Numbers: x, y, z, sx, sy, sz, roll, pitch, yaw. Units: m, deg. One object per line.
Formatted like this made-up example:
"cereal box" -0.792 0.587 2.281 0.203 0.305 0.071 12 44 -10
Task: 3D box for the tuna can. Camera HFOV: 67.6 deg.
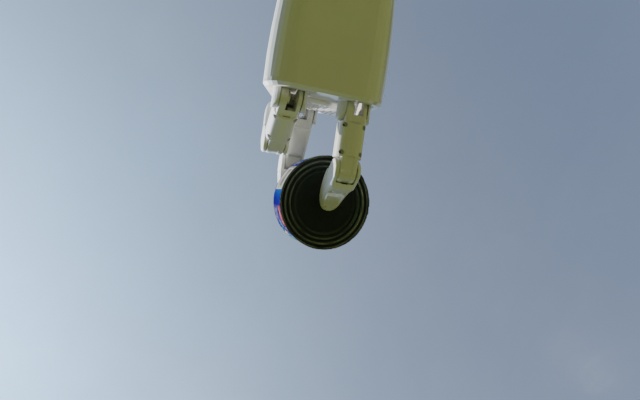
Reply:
"tuna can" 0.000 0.002 0.447 0.086 0.086 0.034 0 2 -18
